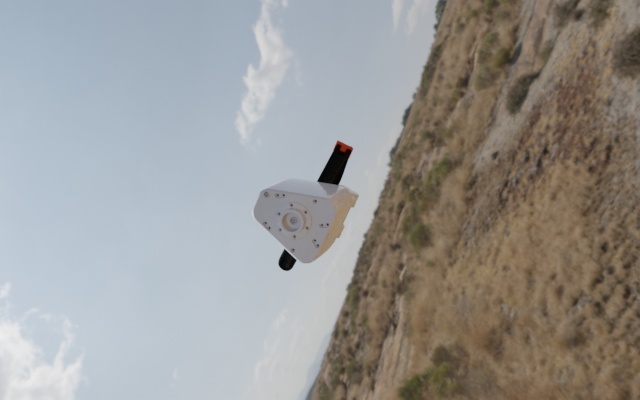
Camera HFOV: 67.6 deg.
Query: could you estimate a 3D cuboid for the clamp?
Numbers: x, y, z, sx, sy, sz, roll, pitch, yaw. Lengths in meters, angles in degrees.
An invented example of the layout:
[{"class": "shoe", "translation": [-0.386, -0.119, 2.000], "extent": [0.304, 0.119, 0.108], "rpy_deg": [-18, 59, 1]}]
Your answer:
[{"class": "clamp", "translation": [0.000, 0.002, 0.780], "extent": [0.036, 0.210, 0.164], "rpy_deg": [26, 13, 6]}]
